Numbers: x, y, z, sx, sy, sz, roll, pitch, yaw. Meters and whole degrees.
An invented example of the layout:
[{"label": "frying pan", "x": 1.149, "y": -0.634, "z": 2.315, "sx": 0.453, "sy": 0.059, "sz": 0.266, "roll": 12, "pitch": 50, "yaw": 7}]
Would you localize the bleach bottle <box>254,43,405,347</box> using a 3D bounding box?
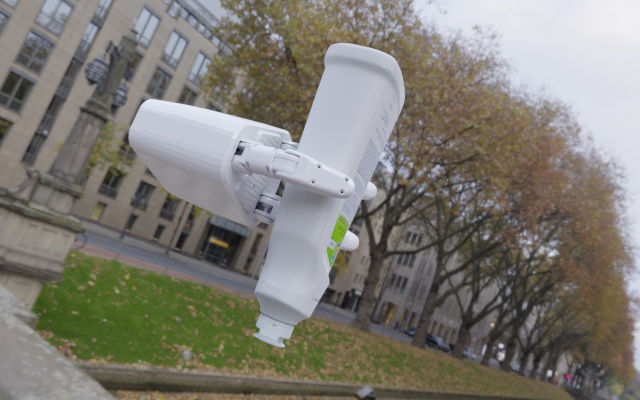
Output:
[{"label": "bleach bottle", "x": 0.000, "y": 0.001, "z": 0.414, "sx": 0.068, "sy": 0.251, "sz": 0.102, "roll": 19, "pitch": -9, "yaw": 19}]
